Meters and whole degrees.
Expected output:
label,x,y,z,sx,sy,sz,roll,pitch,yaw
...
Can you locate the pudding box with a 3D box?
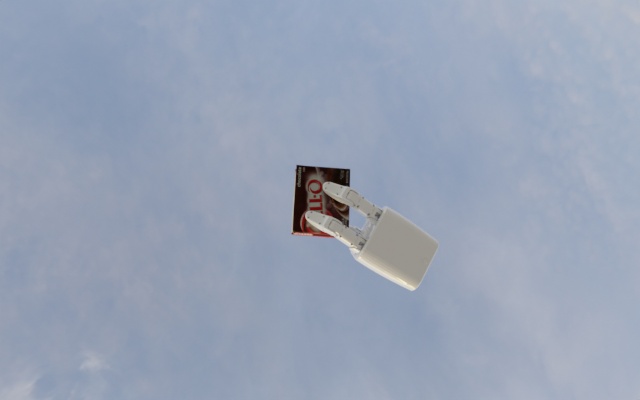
label,x,y,z,sx,sy,sz,roll,pitch,yaw
pudding box,0.000,0.003,0.775,0.090,0.113,0.039,4,-14,-9
